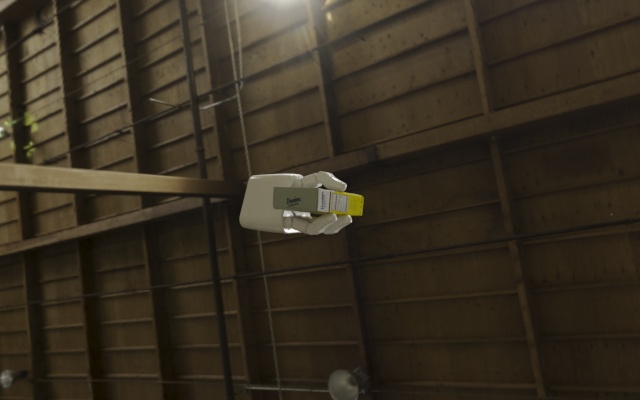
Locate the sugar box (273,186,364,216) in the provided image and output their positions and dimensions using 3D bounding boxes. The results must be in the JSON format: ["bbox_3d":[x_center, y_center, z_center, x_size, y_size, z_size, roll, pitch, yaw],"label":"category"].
[{"bbox_3d":[0.000,0.003,0.871,0.093,0.048,0.176,3,0,31],"label":"sugar box"}]
